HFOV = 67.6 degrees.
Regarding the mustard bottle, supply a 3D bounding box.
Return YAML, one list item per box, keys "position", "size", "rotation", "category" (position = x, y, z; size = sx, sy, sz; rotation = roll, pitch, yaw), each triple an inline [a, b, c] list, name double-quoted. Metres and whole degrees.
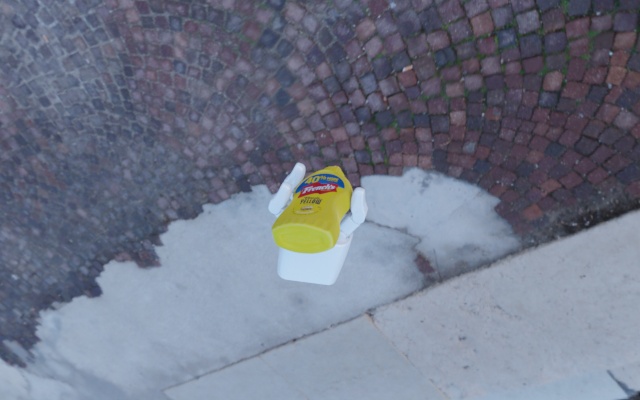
- position: [0.000, 0.002, 0.751]
  size: [0.096, 0.058, 0.191]
  rotation: [0, 34, 21]
  category: "mustard bottle"
